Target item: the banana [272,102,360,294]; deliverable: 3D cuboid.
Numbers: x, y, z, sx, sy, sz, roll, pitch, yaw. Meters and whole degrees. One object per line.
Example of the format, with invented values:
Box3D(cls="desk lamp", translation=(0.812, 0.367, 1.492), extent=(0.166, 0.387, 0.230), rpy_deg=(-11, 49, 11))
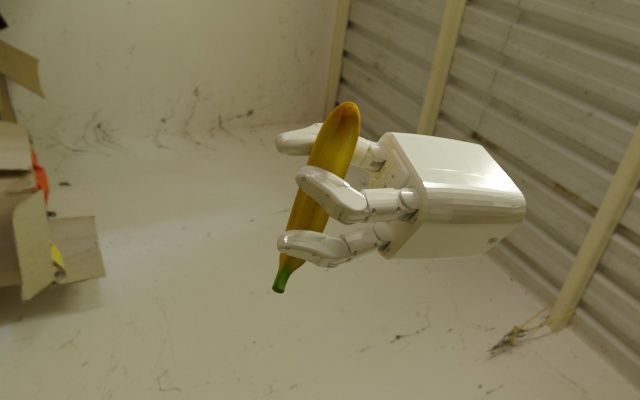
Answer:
Box3D(cls="banana", translation=(-0.001, -0.005, 0.434), extent=(0.037, 0.198, 0.069), rpy_deg=(15, 30, -9))
